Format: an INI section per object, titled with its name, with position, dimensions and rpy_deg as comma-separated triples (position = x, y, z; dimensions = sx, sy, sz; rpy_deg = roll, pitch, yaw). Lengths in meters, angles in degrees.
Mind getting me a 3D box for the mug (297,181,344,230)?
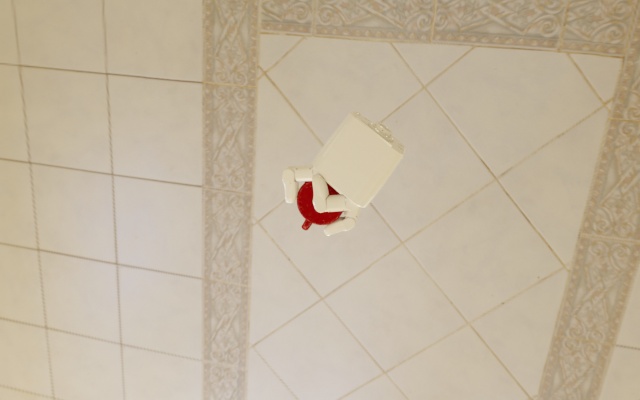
[mug]
position = -0.001, 0.004, 0.825
dimensions = 0.093, 0.117, 0.081
rpy_deg = 35, 19, 1
